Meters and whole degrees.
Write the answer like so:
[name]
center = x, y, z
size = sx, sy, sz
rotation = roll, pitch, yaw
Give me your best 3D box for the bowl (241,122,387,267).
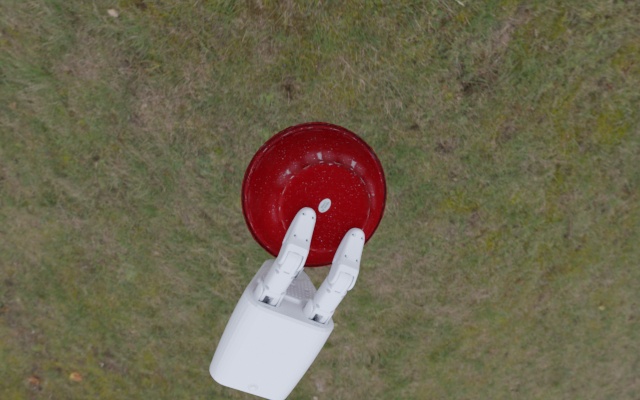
[bowl]
center = 0.000, 0.000, 0.494
size = 0.162, 0.162, 0.055
rotation = 0, 12, -12
